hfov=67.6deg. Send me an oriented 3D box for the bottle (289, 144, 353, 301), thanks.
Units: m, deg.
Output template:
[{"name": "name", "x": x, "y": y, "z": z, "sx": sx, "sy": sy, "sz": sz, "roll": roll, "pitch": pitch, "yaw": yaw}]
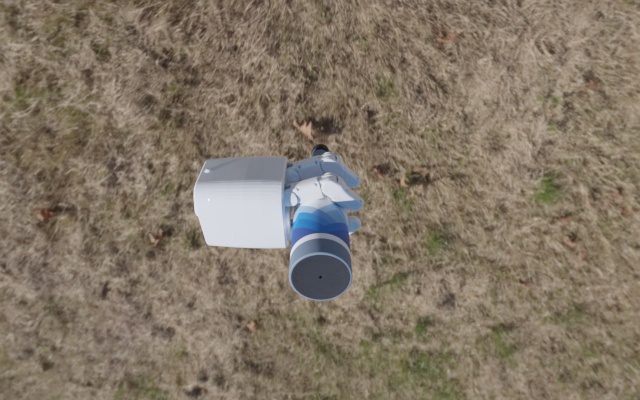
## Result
[{"name": "bottle", "x": 0.000, "y": 0.002, "z": 0.620, "sx": 0.069, "sy": 0.069, "sz": 0.295, "roll": 0, "pitch": 32, "yaw": 0}]
